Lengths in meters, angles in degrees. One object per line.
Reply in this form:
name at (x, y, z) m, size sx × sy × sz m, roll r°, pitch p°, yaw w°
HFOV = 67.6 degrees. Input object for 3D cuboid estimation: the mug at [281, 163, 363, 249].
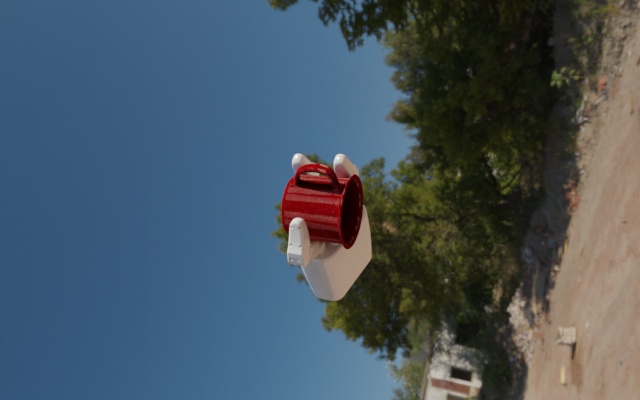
mug at (0.000, 0.001, 0.594) m, size 0.081 × 0.093 × 0.117 m, roll 6°, pitch -42°, yaw 21°
